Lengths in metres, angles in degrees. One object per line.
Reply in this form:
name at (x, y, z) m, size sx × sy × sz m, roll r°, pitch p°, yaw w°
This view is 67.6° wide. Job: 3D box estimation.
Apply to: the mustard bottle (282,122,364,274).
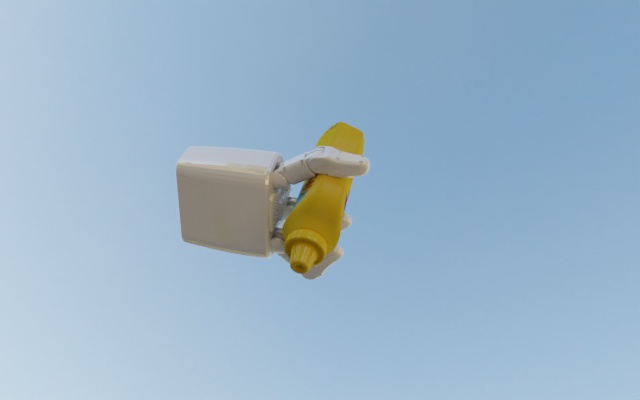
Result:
mustard bottle at (0.000, 0.002, 0.516) m, size 0.058 × 0.096 × 0.191 m, roll 26°, pitch 42°, yaw -6°
